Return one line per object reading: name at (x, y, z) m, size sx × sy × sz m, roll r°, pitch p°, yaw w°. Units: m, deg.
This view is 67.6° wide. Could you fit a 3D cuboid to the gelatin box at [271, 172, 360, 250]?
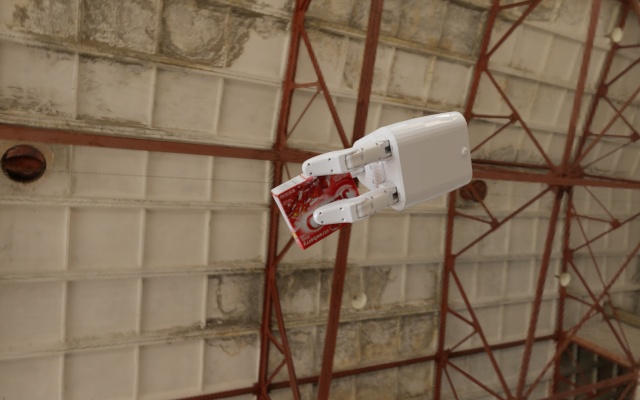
gelatin box at (0.000, 0.002, 0.543) m, size 0.089 × 0.073 × 0.030 m, roll -29°, pitch 21°, yaw -12°
